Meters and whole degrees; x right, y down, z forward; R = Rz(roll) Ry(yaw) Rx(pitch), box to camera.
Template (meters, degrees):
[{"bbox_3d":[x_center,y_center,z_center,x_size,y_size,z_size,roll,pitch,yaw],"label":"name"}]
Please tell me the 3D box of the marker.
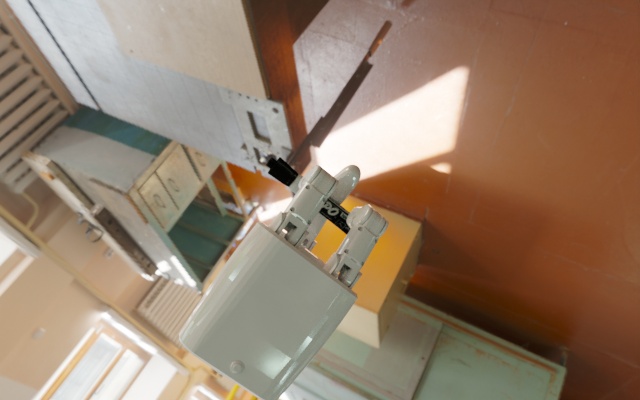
[{"bbox_3d":[0.000,0.001,0.441,0.121,0.020,0.020,38,-8,-10],"label":"marker"}]
